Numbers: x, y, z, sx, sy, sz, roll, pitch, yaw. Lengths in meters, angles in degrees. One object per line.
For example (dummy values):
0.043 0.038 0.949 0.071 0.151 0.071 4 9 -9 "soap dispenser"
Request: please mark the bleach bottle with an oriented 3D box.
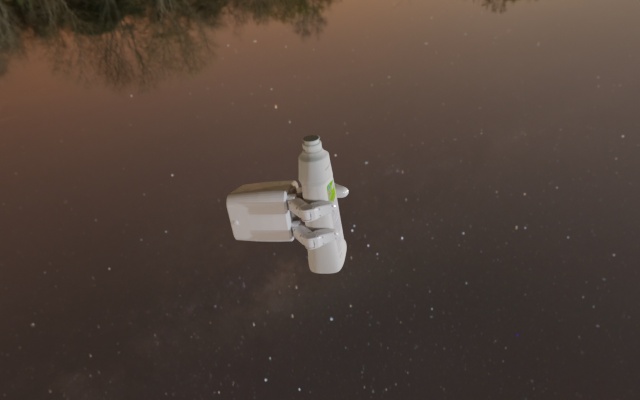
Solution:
0.000 0.003 0.841 0.068 0.251 0.102 -2 30 10 "bleach bottle"
